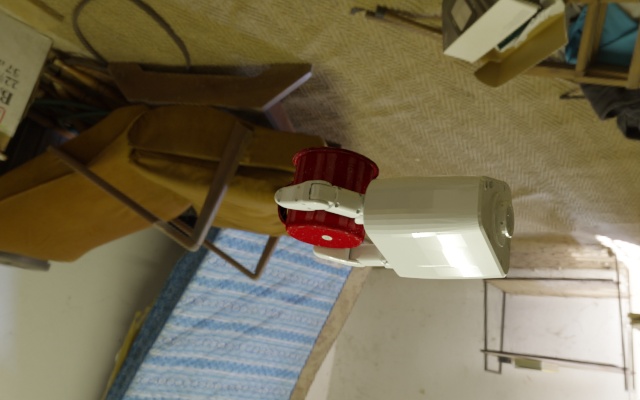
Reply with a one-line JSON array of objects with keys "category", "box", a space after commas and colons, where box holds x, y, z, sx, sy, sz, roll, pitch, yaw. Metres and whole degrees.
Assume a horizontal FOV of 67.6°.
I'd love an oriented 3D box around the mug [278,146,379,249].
[{"category": "mug", "box": [-0.001, 0.002, 0.502, 0.117, 0.081, 0.093, -4, -23, 36]}]
